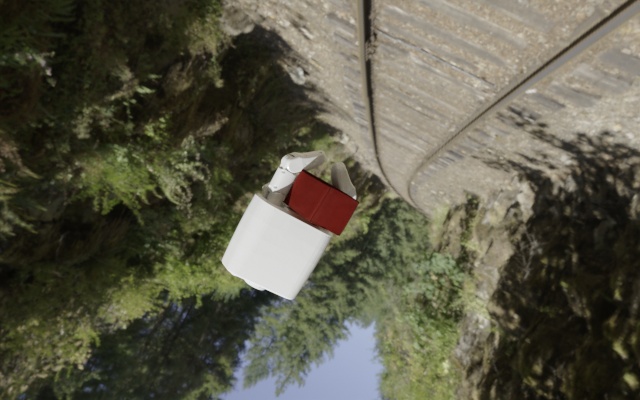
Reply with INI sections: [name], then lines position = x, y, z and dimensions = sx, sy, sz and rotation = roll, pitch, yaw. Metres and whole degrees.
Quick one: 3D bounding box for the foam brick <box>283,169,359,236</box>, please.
[foam brick]
position = 0.000, 0.002, 0.607
dimensions = 0.053, 0.051, 0.078
rotation = 29, 2, -35
